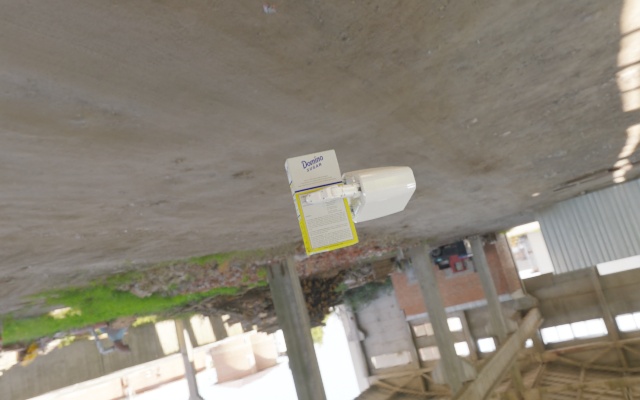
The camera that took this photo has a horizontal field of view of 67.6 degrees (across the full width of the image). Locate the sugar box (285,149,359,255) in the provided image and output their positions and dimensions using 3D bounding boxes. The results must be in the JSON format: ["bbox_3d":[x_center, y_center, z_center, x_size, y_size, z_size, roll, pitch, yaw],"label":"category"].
[{"bbox_3d":[0.000,0.003,0.869,0.093,0.176,0.048,-12,-11,-11],"label":"sugar box"}]
